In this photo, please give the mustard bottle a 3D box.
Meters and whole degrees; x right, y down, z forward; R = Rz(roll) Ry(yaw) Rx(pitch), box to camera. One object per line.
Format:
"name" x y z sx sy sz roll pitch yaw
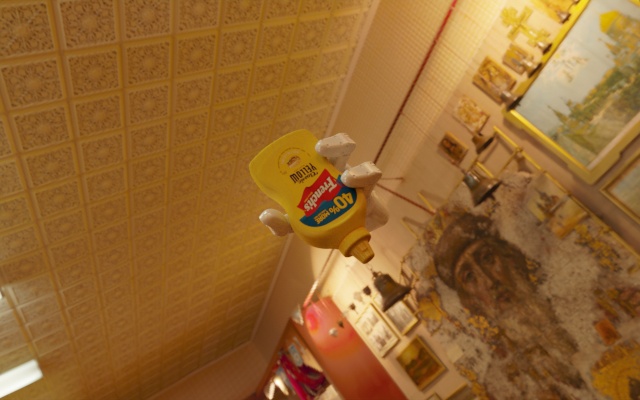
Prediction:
"mustard bottle" 0.000 0.002 0.589 0.096 0.191 0.058 -33 -25 -15
